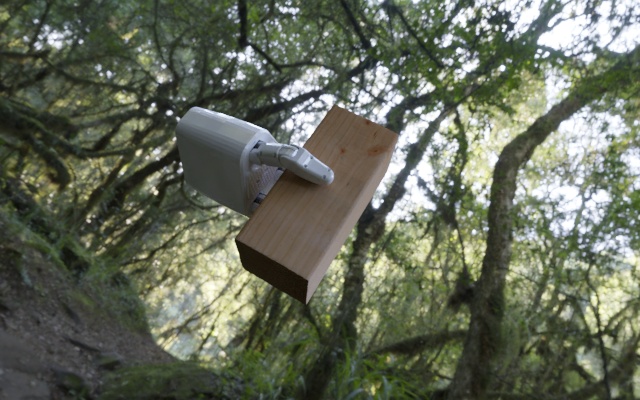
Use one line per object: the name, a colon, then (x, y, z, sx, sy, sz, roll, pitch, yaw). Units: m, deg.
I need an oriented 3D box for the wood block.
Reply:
wood block: (0.000, 0.001, 0.554, 0.090, 0.206, 0.091, 28, -25, 12)
